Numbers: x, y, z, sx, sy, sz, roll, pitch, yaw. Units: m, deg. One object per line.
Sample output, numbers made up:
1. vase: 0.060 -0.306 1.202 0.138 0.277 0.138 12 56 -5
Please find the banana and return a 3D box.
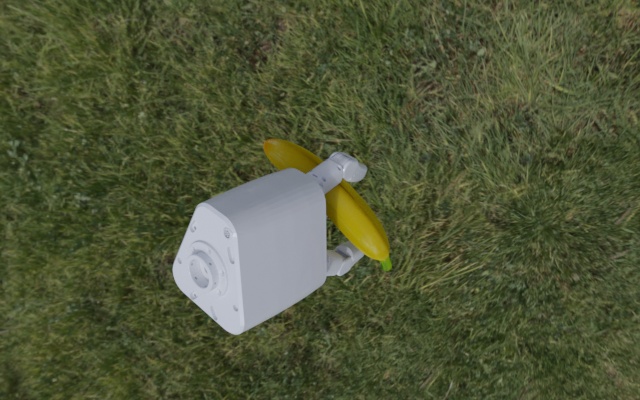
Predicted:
1. banana: 0.006 -0.004 0.497 0.037 0.198 0.070 -38 -11 -25
